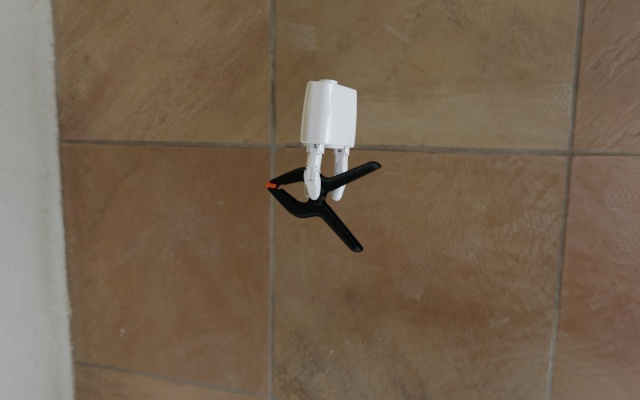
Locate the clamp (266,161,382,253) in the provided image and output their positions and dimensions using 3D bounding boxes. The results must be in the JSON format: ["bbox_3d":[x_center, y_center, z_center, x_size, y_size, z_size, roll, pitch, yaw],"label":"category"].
[{"bbox_3d":[-0.001,0.003,0.868,0.210,0.164,0.036,7,4,17],"label":"clamp"}]
